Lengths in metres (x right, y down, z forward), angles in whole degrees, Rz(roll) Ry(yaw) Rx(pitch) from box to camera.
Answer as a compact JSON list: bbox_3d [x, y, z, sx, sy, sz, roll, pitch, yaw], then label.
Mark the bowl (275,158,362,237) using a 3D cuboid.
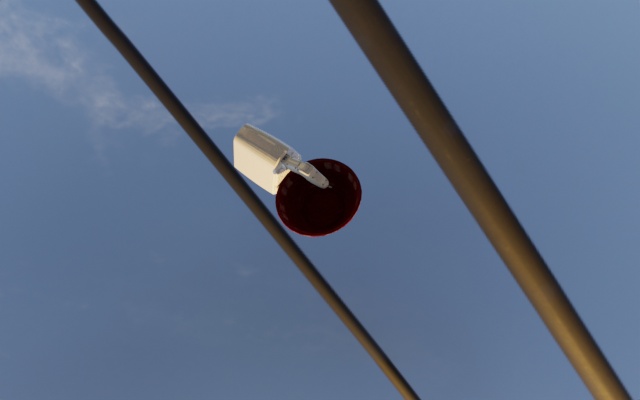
[{"bbox_3d":[0.001,0.004,0.893,0.162,0.162,0.055,0,-27,13],"label":"bowl"}]
